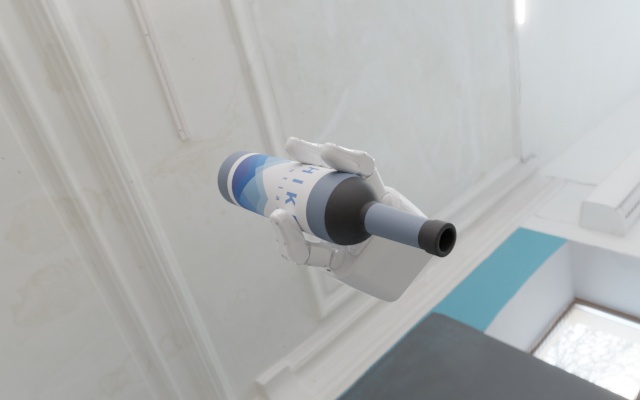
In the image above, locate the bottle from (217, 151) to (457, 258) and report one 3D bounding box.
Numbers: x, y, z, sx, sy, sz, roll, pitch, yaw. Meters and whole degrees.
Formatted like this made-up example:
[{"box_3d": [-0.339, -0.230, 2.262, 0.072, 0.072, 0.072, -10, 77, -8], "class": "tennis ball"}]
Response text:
[{"box_3d": [0.000, 0.001, 0.468, 0.069, 0.069, 0.295, 0, 11, -41], "class": "bottle"}]
